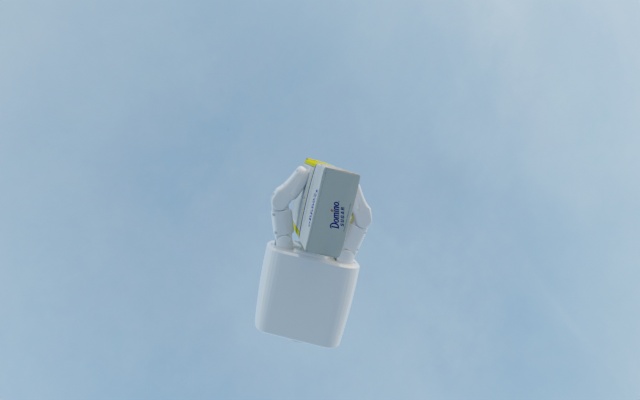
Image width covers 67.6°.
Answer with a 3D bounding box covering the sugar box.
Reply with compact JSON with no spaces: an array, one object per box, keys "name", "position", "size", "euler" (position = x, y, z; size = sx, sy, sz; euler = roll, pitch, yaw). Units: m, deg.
[{"name":"sugar box","position":[0.001,0.002,0.574],"size":[0.048,0.093,0.176],"euler":[12,6,-12]}]
